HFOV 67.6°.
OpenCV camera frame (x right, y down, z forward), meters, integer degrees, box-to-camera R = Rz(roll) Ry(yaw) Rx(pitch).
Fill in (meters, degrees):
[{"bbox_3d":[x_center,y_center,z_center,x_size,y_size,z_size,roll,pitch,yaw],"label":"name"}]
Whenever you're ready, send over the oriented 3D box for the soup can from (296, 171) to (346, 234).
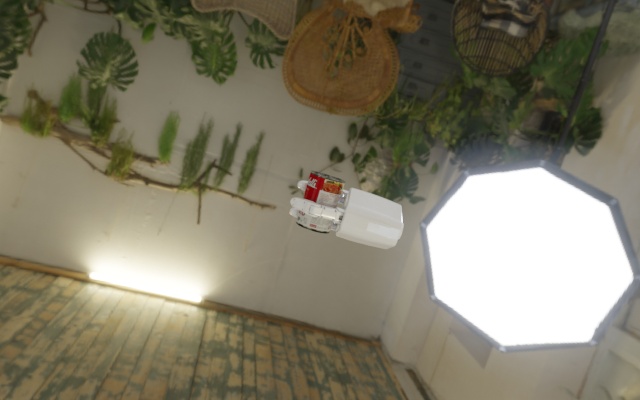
[{"bbox_3d":[0.000,0.003,0.887,0.068,0.102,0.068,17,7,-2],"label":"soup can"}]
